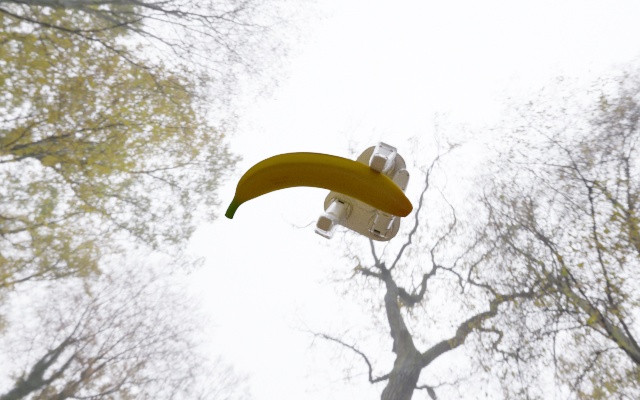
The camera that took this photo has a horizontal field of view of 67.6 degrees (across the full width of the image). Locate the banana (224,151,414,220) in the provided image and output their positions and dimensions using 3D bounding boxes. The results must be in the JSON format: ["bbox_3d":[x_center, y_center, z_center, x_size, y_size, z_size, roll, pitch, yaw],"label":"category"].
[{"bbox_3d":[-0.004,-0.017,0.495,0.198,0.069,0.037,-1,9,12],"label":"banana"}]
